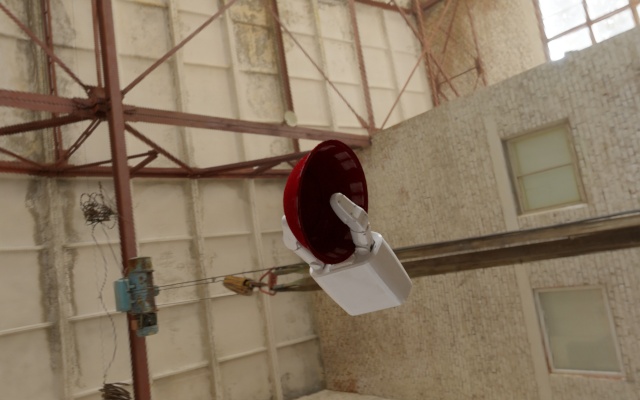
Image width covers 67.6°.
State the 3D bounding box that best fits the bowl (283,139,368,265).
[{"bbox_3d":[-0.001,0.001,0.632,0.055,0.162,0.162,0,0,36],"label":"bowl"}]
